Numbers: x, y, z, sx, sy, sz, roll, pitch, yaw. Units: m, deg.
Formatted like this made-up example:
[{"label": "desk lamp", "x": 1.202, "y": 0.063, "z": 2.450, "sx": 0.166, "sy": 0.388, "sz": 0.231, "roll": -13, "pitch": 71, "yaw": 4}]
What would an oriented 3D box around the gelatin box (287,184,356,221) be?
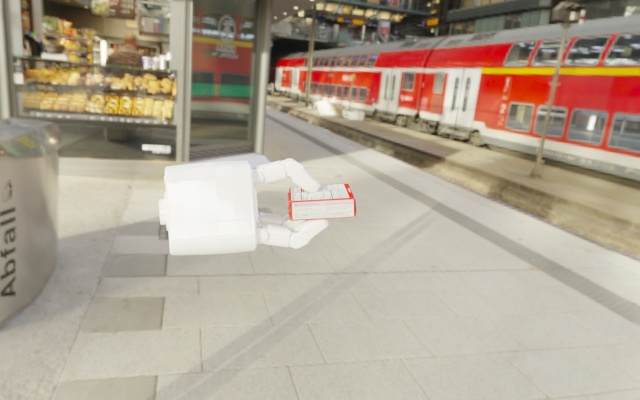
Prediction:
[{"label": "gelatin box", "x": 0.000, "y": 0.002, "z": 0.651, "sx": 0.089, "sy": 0.030, "sz": 0.073, "roll": -4, "pitch": 17, "yaw": -3}]
